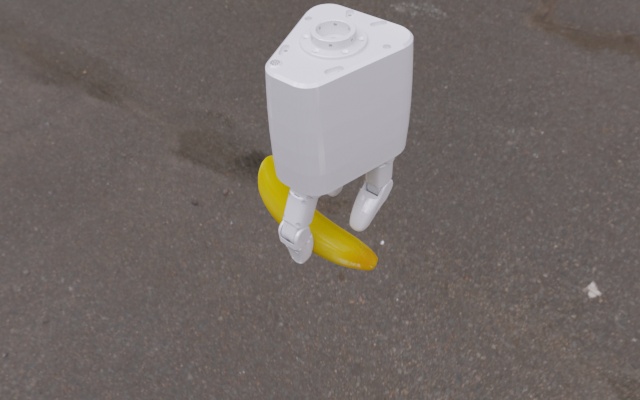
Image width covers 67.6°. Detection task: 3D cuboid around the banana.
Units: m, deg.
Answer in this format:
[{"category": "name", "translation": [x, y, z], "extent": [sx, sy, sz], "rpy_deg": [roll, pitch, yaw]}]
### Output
[{"category": "banana", "translation": [-0.018, 0.006, 0.496], "extent": [0.069, 0.037, 0.197], "rpy_deg": [-20, 49, -19]}]
